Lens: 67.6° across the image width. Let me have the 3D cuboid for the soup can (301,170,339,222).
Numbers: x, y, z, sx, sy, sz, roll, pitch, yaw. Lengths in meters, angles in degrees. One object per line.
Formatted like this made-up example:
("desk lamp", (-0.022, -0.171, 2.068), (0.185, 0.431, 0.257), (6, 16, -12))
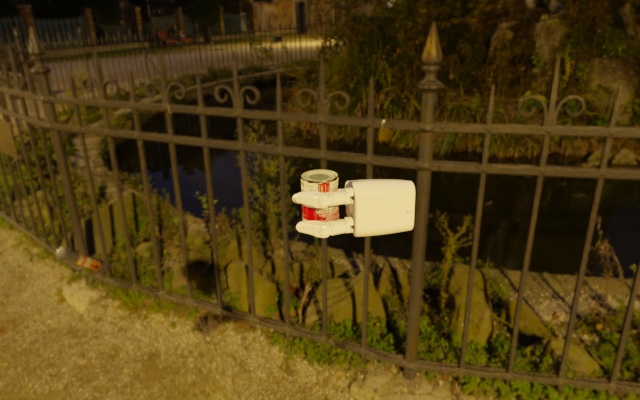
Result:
("soup can", (0.000, 0.003, 0.855), (0.068, 0.102, 0.068), (-2, 22, 1))
